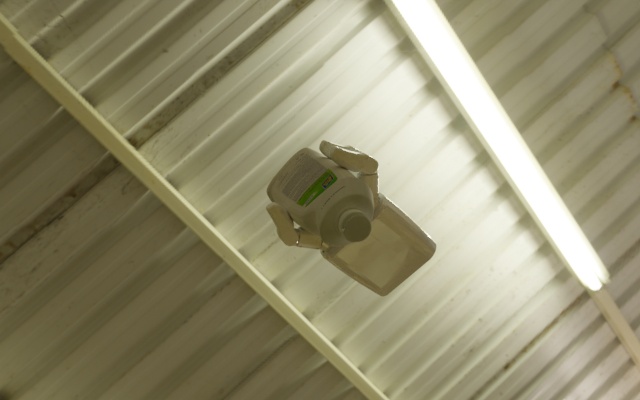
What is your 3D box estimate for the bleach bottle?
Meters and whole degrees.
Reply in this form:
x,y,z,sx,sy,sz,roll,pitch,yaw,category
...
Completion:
x,y,z,sx,sy,sz,roll,pitch,yaw,category
0.000,0.002,0.586,0.068,0.102,0.250,39,3,-21,bleach bottle
